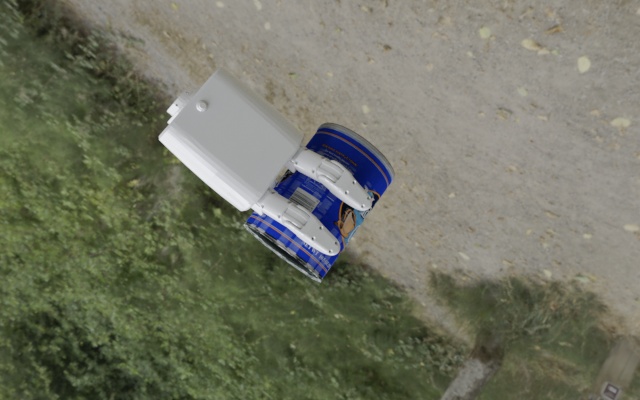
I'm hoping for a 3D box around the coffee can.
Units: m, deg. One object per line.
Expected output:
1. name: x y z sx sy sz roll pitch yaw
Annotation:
1. coffee can: 0.000 0.002 0.520 0.103 0.140 0.103 35 -13 9
